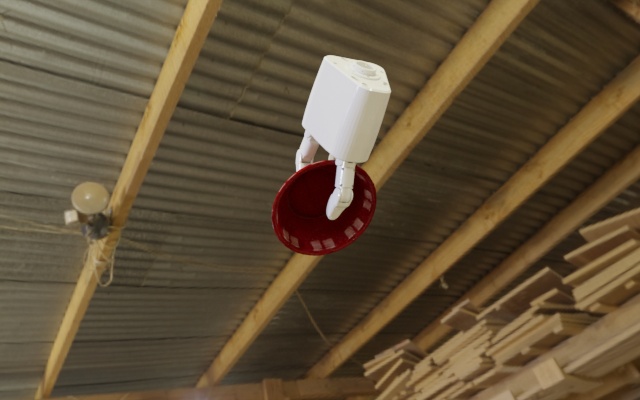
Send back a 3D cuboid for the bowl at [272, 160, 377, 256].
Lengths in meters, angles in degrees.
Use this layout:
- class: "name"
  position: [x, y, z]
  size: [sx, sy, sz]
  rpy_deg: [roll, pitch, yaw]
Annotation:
- class: "bowl"
  position: [-0.001, 0.003, 0.718]
  size: [0.162, 0.162, 0.055]
  rpy_deg: [0, 28, -21]
